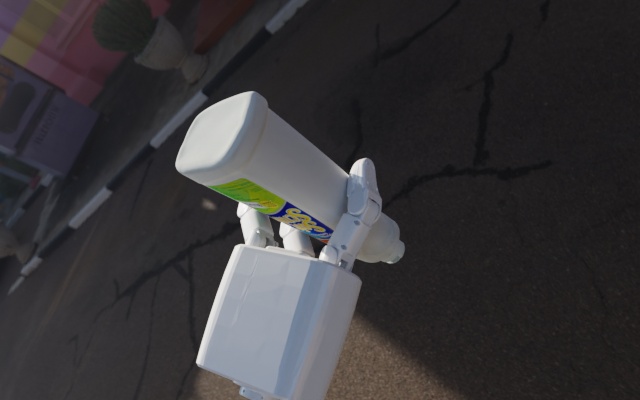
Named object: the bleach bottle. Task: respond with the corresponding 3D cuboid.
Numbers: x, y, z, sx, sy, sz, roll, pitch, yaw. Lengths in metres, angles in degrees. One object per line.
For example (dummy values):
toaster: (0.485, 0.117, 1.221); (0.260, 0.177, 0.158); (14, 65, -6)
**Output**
bleach bottle: (0.000, 0.001, 0.441); (0.251, 0.068, 0.102); (32, -23, -36)
